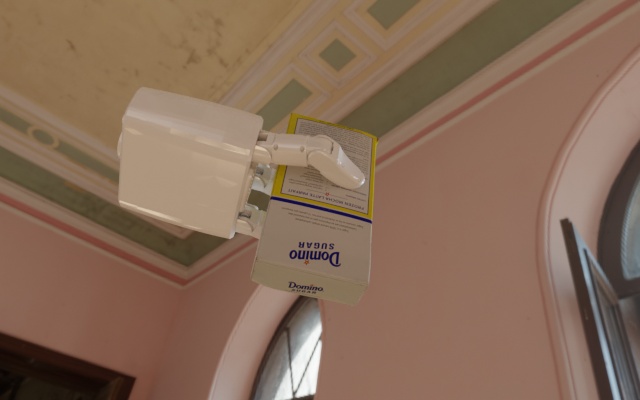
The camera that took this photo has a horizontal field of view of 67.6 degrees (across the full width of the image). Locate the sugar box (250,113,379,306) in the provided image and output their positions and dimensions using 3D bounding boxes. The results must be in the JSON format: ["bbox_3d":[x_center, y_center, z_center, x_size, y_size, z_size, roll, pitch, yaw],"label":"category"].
[{"bbox_3d":[0.000,0.002,0.434,0.093,0.176,0.048,14,-38,-5],"label":"sugar box"}]
